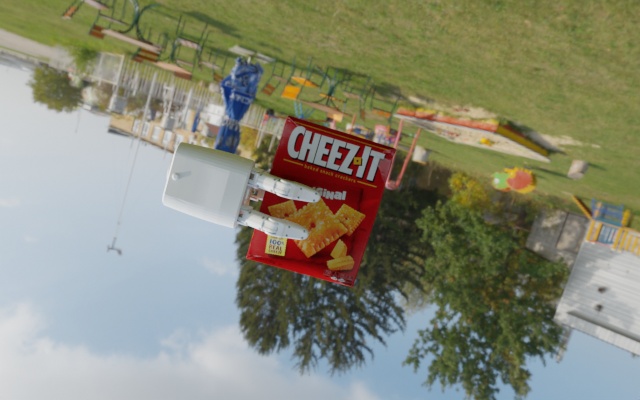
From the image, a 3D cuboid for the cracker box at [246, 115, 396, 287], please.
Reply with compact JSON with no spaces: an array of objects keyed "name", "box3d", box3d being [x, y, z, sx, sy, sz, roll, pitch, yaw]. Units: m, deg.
[{"name":"cracker box","box3d":[0.000,0.002,0.700,0.164,0.214,0.072,16,6,-3]}]
